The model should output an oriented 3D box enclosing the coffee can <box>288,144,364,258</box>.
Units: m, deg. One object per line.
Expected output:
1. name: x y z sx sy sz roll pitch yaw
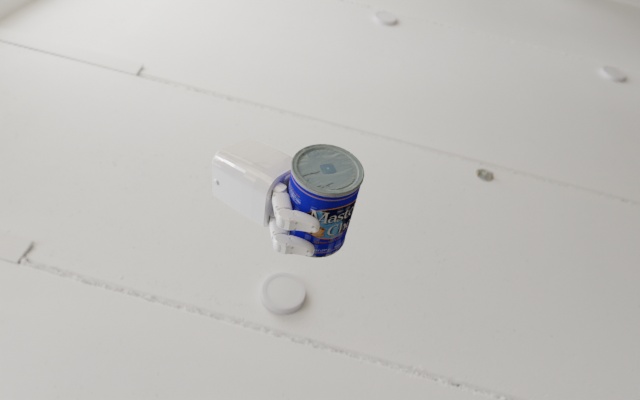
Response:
1. coffee can: 0.000 0.002 0.708 0.103 0.102 0.140 0 -43 -12
